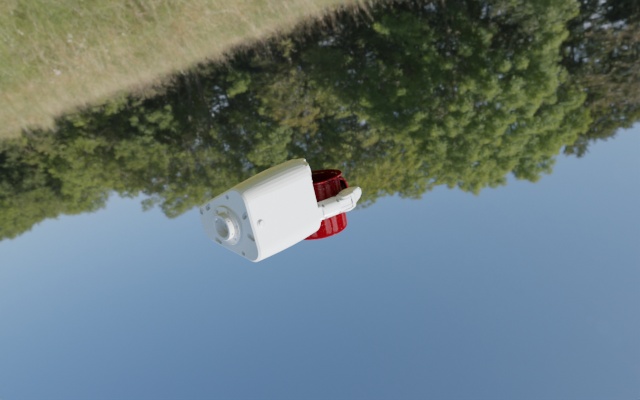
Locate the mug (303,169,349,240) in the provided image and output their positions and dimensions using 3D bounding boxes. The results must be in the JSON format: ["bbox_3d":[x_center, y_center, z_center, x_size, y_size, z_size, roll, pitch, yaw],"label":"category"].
[{"bbox_3d":[0.001,0.002,0.697,0.093,0.081,0.117,2,20,43],"label":"mug"}]
